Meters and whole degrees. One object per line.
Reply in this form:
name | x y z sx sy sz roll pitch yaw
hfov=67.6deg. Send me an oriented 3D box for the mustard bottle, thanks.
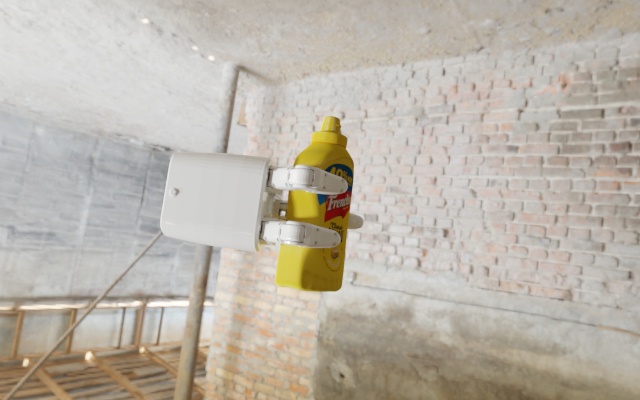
mustard bottle | 0.000 0.002 0.527 0.058 0.191 0.096 4 -7 32
